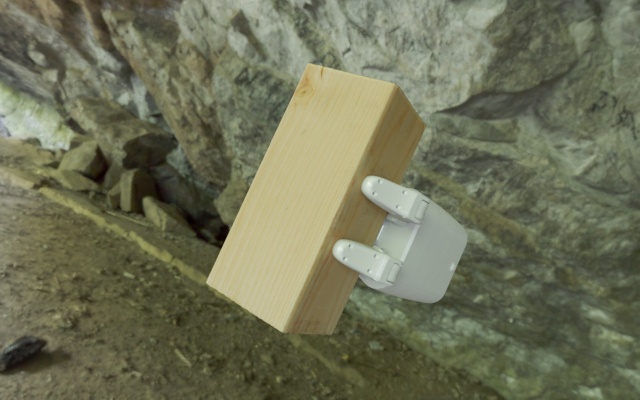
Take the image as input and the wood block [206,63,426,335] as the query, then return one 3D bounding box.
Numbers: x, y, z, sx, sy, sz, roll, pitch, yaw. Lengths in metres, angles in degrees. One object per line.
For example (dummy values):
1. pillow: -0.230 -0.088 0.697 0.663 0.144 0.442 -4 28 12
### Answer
1. wood block: 0.000 0.001 0.417 0.091 0.206 0.090 23 -3 32
